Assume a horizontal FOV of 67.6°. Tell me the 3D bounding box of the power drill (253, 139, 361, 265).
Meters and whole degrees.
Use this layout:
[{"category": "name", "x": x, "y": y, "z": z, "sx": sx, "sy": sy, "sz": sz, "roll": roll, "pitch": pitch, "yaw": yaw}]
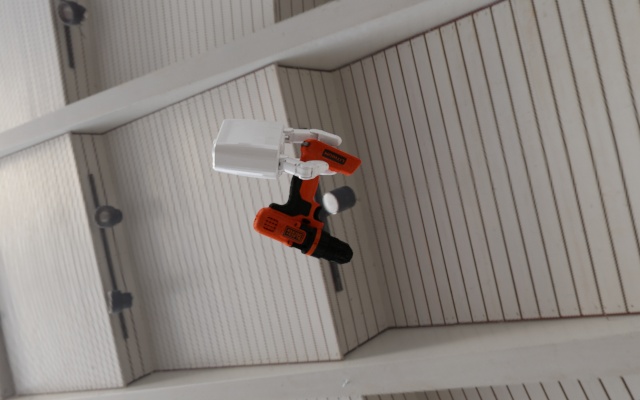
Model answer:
[{"category": "power drill", "x": 0.000, "y": 0.002, "z": 0.820, "sx": 0.184, "sy": 0.187, "sz": 0.057, "roll": 24, "pitch": -2, "yaw": -16}]
